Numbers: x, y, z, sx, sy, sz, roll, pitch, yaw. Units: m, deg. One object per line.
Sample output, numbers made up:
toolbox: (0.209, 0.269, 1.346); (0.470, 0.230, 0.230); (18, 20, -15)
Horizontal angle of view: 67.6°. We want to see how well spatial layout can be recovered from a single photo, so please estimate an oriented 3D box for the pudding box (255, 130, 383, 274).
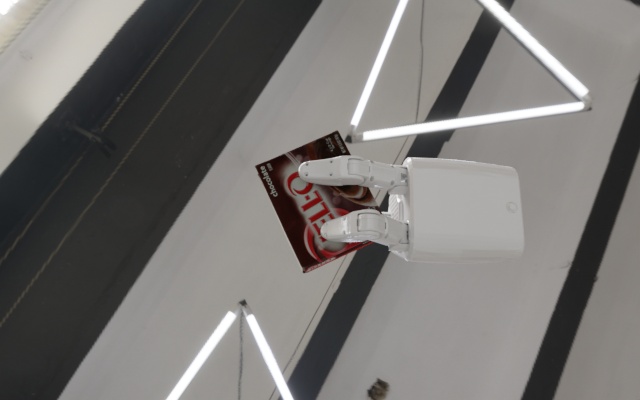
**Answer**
pudding box: (0.000, 0.002, 0.462); (0.090, 0.113, 0.039); (-24, -14, -10)
